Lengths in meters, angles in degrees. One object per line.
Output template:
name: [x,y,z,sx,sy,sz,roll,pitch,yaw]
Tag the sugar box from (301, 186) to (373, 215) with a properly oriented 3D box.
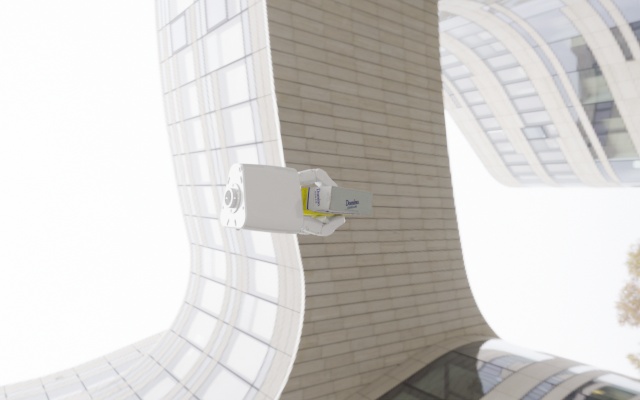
sugar box: [0.000,0.003,0.848,0.093,0.048,0.176,8,-4,-36]
